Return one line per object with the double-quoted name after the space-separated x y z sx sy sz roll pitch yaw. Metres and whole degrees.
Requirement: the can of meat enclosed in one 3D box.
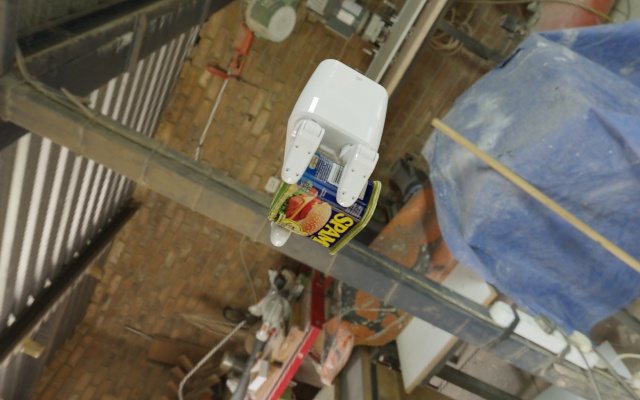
0.000 0.002 0.494 0.084 0.057 0.102 27 -35 -10 "can of meat"
